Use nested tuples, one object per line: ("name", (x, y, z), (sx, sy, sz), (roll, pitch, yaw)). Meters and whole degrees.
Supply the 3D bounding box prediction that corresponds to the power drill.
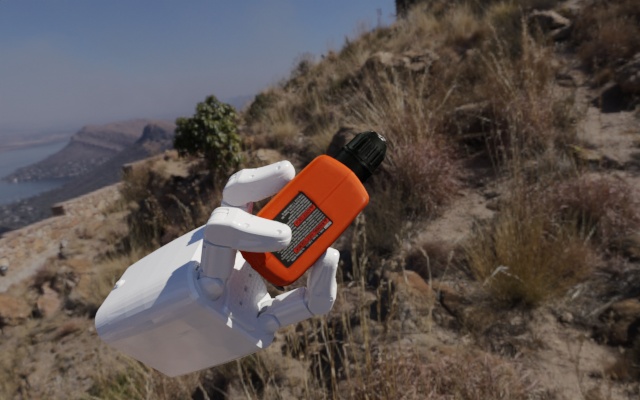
("power drill", (0.000, 0.002, 0.444), (0.057, 0.184, 0.187), (42, 3, 1))
